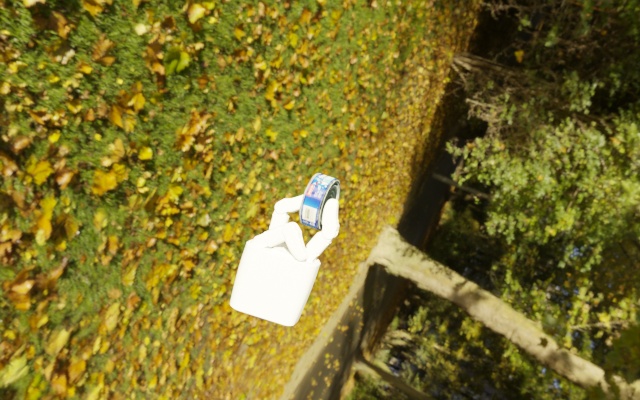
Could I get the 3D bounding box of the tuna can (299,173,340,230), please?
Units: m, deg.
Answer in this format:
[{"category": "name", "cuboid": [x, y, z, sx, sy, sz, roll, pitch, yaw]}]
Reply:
[{"category": "tuna can", "cuboid": [0.001, 0.003, 0.747, 0.034, 0.086, 0.086, 18, 6, 17]}]
